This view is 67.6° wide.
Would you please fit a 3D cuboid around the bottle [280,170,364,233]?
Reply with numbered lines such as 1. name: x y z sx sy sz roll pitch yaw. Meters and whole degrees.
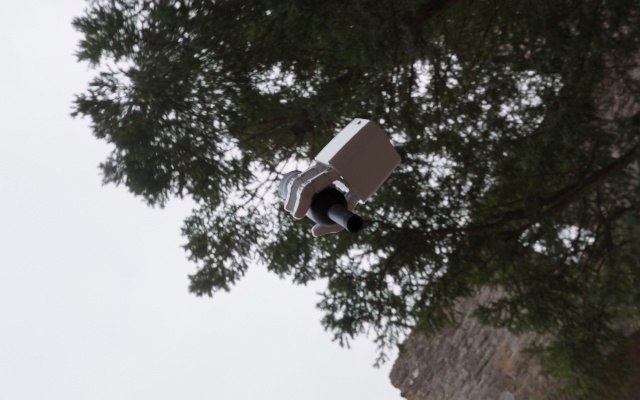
1. bottle: 0.000 0.003 0.833 0.069 0.069 0.295 0 13 -21
